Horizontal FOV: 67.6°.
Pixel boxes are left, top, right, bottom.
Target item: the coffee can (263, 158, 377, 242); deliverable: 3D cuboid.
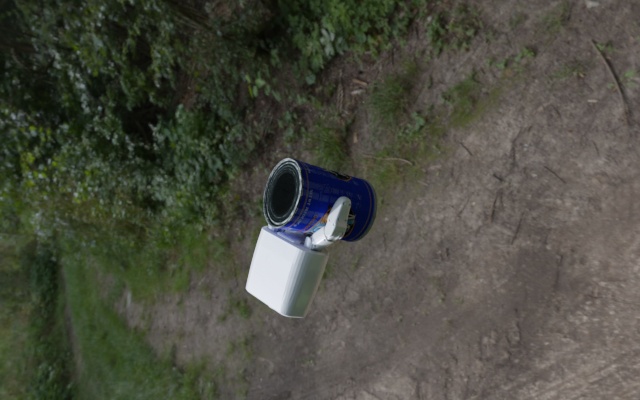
[{"bbox_3d":[0.000,0.002,0.719,0.140,0.103,0.103,13,-8,-35],"label":"coffee can"}]
